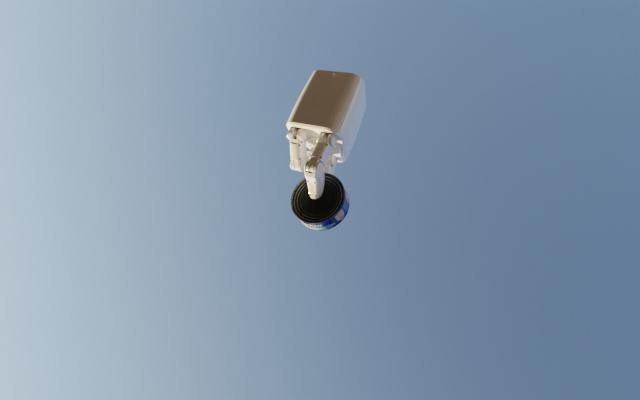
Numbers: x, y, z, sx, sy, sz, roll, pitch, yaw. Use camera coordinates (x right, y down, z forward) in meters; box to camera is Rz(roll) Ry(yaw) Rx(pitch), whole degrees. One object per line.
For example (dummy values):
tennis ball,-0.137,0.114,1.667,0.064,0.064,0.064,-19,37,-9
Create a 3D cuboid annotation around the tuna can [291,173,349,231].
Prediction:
tuna can,0.000,0.003,0.730,0.086,0.086,0.034,0,-26,20
